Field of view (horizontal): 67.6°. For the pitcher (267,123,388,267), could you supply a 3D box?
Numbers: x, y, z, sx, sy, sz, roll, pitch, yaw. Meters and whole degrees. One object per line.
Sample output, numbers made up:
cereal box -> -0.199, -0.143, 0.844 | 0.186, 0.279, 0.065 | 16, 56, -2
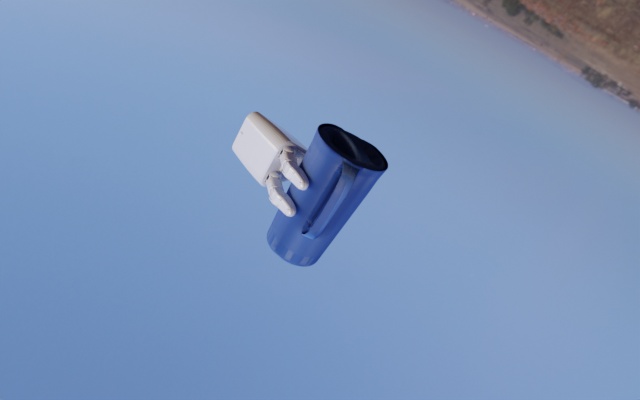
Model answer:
pitcher -> 0.000, 0.003, 0.826 | 0.149, 0.243, 0.145 | -4, 43, -49
